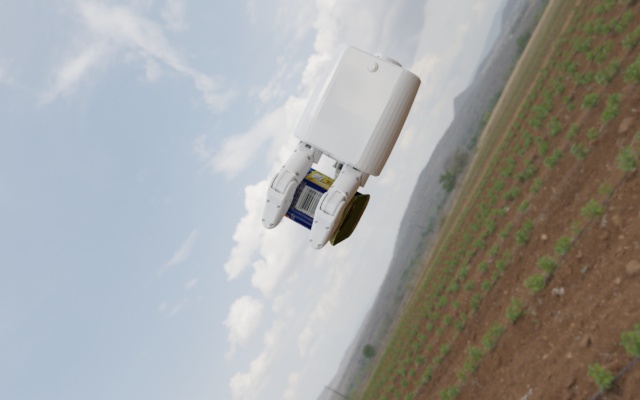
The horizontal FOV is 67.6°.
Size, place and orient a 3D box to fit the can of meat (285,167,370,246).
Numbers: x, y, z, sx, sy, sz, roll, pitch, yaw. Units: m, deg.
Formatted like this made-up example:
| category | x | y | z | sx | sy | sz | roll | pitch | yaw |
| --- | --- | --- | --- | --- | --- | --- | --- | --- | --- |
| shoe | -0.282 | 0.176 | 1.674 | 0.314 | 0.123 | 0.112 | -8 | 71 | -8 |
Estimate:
| category | x | y | z | sx | sy | sz | roll | pitch | yaw |
| --- | --- | --- | --- | --- | --- | --- | --- | --- | --- |
| can of meat | 0.000 | 0.002 | 0.533 | 0.084 | 0.057 | 0.102 | 28 | 11 | 13 |
